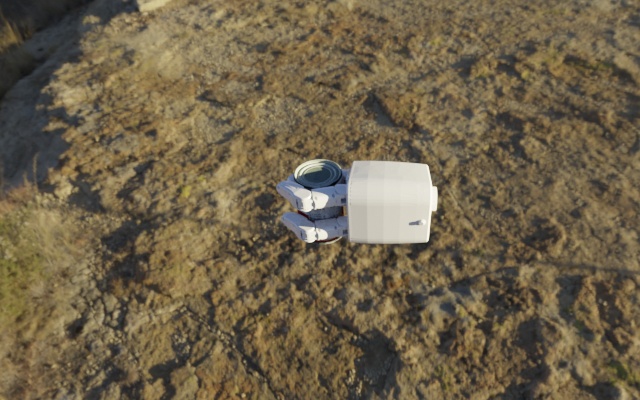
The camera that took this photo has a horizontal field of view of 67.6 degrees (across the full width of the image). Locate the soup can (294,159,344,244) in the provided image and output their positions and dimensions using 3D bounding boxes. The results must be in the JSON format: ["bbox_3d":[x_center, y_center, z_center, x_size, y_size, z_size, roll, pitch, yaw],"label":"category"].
[{"bbox_3d":[0.000,0.002,0.671,0.068,0.102,0.068,-3,39,3],"label":"soup can"}]
